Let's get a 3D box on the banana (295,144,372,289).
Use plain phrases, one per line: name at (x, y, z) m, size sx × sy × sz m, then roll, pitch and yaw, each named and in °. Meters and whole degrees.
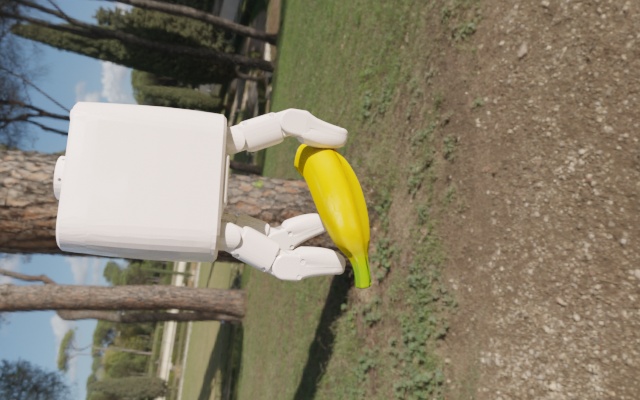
banana at (0.003, -0.013, 0.409) m, size 0.037 × 0.070 × 0.197 m, roll 0°, pitch 31°, yaw -14°
